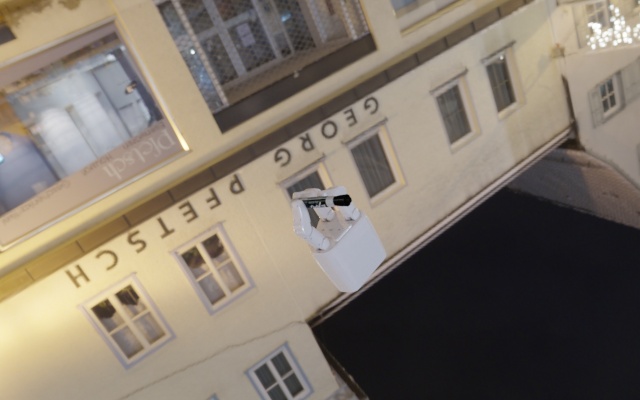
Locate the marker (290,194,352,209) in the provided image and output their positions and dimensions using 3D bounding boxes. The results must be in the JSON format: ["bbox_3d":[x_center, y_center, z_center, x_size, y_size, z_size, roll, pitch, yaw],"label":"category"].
[{"bbox_3d":[0.000,0.002,0.757,0.121,0.020,0.020,-4,-3,42],"label":"marker"}]
